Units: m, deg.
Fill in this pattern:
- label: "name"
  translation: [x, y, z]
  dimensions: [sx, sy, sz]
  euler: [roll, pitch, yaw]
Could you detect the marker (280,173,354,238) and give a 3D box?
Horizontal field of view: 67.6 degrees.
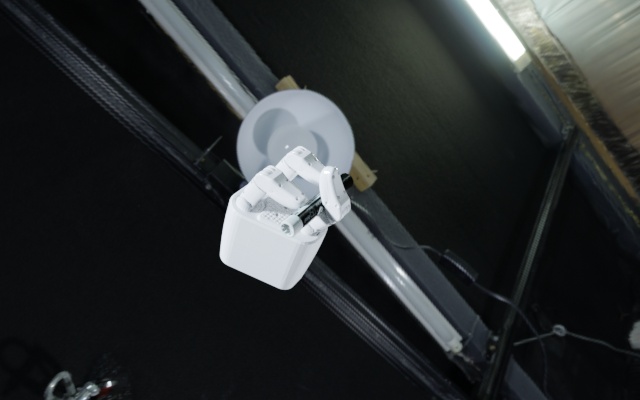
- label: "marker"
  translation: [0.000, 0.002, 0.519]
  dimensions: [0.020, 0.020, 0.121]
  euler: [0, 28, 39]
